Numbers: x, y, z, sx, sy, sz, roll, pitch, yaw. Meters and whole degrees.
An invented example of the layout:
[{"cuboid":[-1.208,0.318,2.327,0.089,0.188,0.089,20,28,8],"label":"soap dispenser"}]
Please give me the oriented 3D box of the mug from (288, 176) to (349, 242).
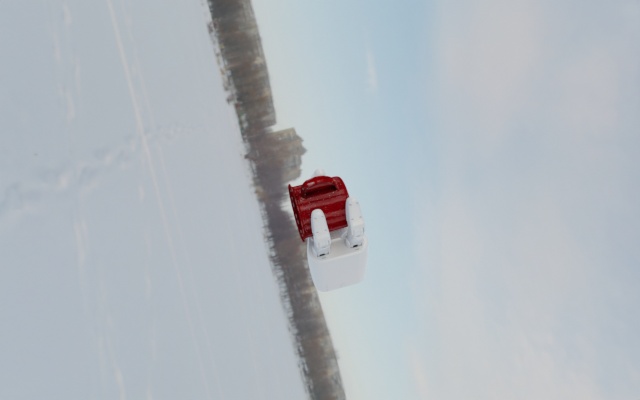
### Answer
[{"cuboid":[0.000,0.001,0.728,0.081,0.093,0.117,-14,-38,-8],"label":"mug"}]
